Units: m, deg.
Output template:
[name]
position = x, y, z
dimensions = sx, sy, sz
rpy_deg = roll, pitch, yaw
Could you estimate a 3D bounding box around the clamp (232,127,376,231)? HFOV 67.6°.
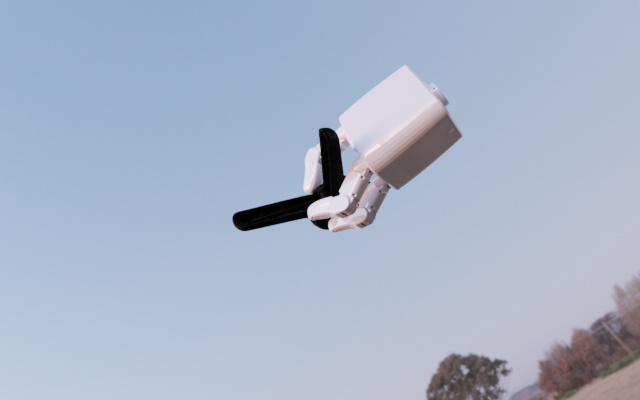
[clamp]
position = 0.000, 0.001, 0.608
dimensions = 0.164, 0.036, 0.210
rpy_deg = -38, -32, 16
